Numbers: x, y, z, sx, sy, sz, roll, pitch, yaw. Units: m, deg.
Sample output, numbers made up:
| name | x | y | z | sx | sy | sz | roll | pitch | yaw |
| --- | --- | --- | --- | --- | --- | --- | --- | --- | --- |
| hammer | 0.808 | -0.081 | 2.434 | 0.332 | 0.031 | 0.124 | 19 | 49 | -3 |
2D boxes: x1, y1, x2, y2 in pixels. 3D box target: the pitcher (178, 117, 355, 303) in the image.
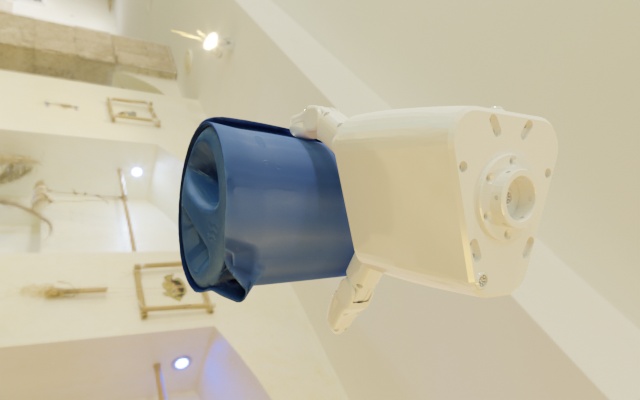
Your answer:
| name | x | y | z | sx | sy | sz | roll | pitch | yaw |
| --- | --- | --- | --- | --- | --- | --- | --- | --- | --- |
| pitcher | 0.000 | 0.001 | 0.436 | 0.243 | 0.149 | 0.145 | 3 | 1 | -30 |
